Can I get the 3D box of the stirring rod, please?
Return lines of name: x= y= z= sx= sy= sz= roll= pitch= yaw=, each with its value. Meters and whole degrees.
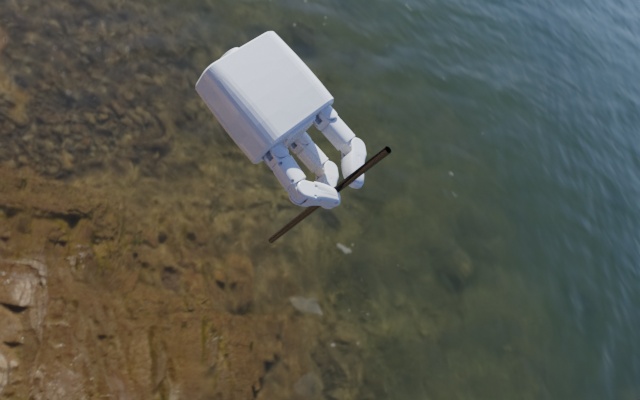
stirring rod: x=0.000 y=0.002 z=0.555 sx=0.011 sy=0.011 sz=0.240 roll=0 pitch=-25 yaw=-38
